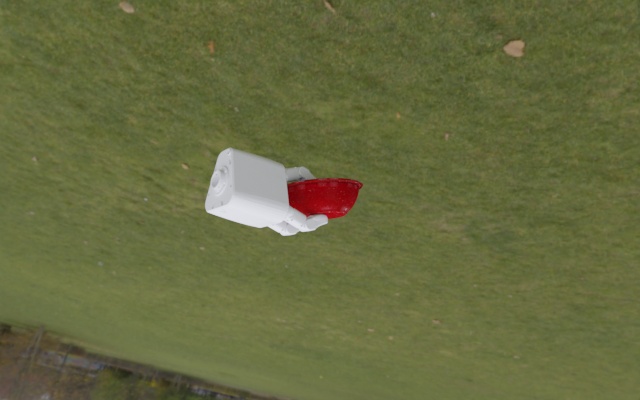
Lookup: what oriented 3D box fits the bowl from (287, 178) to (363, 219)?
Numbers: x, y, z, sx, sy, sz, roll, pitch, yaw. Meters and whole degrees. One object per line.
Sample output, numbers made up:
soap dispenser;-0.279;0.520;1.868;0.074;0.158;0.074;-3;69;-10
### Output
bowl;0.001;0.003;0.885;0.162;0.055;0.162;-4;-10;-1
